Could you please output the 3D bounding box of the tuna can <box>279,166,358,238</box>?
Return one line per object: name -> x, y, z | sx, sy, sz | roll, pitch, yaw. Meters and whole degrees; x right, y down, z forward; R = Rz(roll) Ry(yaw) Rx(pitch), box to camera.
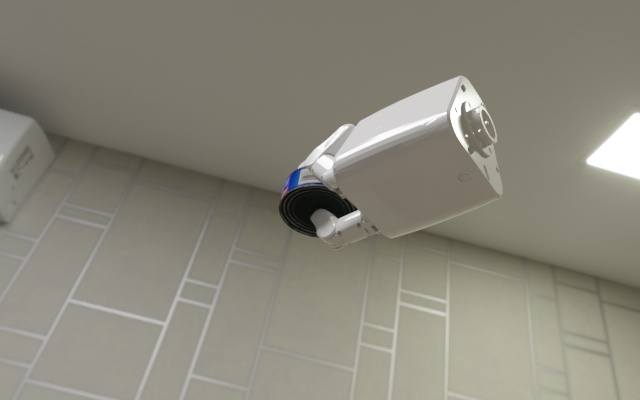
tuna can -> 0.000, 0.001, 0.515 | 0.086, 0.033, 0.086 | 5, -41, 4
